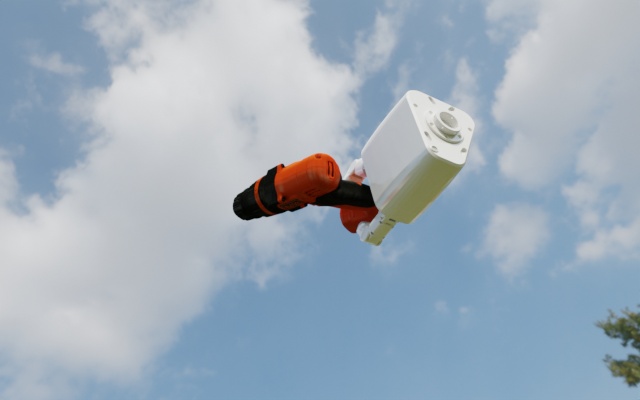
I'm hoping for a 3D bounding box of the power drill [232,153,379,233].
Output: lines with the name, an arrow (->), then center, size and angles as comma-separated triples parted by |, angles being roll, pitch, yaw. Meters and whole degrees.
power drill -> 0.001, 0.002, 0.631 | 0.188, 0.057, 0.184 | 12, -21, -40
